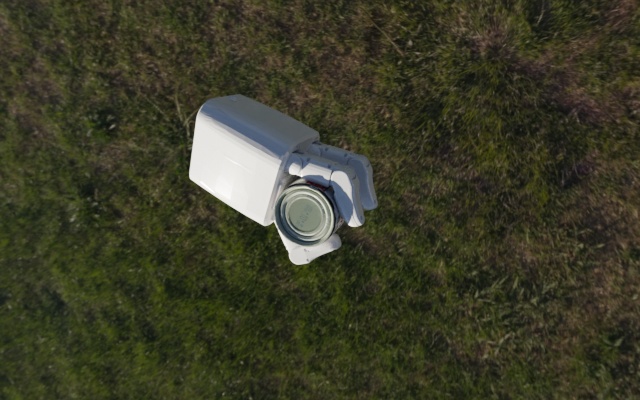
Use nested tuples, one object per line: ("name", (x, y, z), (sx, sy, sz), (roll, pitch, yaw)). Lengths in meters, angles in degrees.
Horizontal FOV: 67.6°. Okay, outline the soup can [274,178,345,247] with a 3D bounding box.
("soup can", (0.000, 0.002, 0.515), (0.068, 0.068, 0.102), (0, 16, 20))
